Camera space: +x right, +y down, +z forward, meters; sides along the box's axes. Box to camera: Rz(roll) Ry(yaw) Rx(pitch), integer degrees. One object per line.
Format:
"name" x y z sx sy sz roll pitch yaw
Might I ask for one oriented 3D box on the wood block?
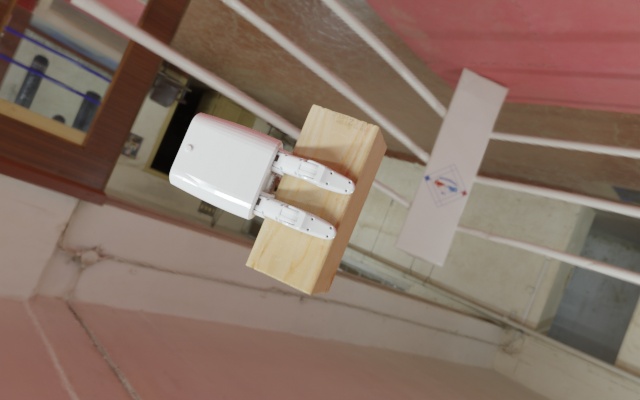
"wood block" 0.000 0.002 0.591 0.090 0.206 0.091 22 -3 15
